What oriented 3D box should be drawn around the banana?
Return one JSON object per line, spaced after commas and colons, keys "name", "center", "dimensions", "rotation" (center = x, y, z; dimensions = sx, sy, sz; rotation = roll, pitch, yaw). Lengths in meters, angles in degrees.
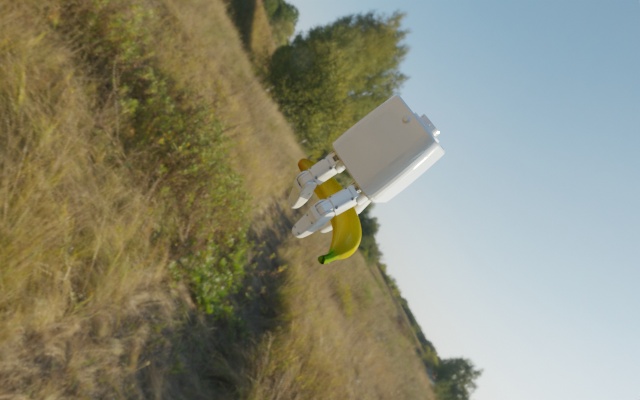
{"name": "banana", "center": [0.016, 0.010, 0.649], "dimensions": [0.070, 0.037, 0.197], "rotation": [21, 33, -29]}
